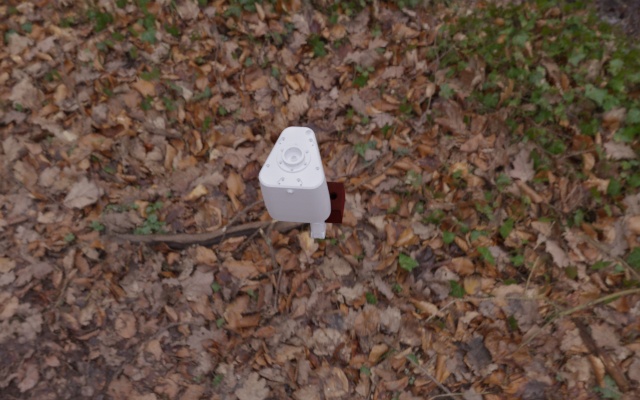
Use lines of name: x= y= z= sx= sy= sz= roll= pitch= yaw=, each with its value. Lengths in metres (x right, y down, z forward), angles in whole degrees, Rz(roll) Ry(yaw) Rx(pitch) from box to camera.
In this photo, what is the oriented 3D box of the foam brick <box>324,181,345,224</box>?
foam brick: x=0.000 y=0.003 z=0.789 sx=0.078 sy=0.053 sz=0.051 roll=3 pitch=-28 yaw=6
